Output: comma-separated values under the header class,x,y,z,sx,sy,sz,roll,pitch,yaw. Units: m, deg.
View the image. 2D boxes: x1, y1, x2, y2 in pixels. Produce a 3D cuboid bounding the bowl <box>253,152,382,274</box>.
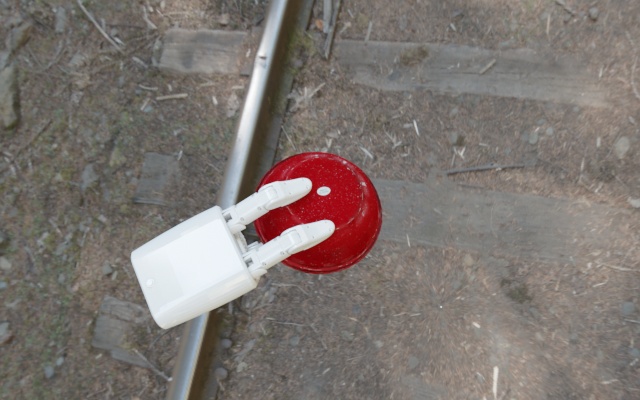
class,x,y,z,sx,sy,sz,roll,pitch,yaw
bowl,0.001,0.001,0.565,0.162,0.162,0.055,0,-23,-8
